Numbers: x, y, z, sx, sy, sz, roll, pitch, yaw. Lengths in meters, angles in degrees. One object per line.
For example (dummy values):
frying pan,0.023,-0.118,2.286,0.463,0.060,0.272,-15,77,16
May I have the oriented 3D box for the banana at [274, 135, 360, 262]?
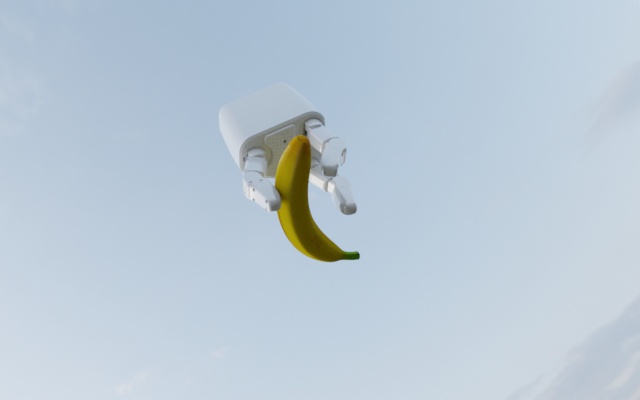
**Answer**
banana,-0.015,0.013,0.541,0.069,0.198,0.037,-28,42,-3
